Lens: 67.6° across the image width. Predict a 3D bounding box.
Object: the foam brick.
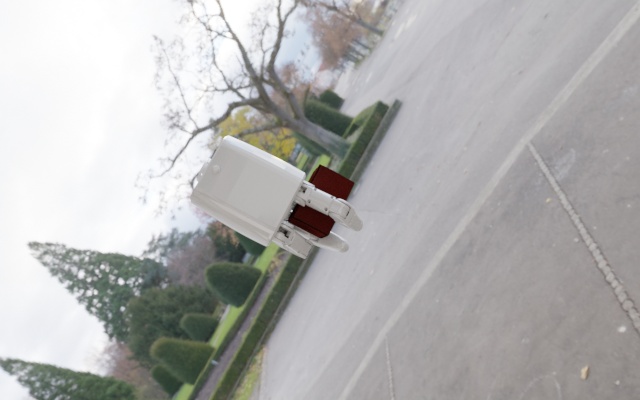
[{"bbox_3d":[0.000,0.002,0.606,0.051,0.078,0.053,29,-12,-5],"label":"foam brick"}]
